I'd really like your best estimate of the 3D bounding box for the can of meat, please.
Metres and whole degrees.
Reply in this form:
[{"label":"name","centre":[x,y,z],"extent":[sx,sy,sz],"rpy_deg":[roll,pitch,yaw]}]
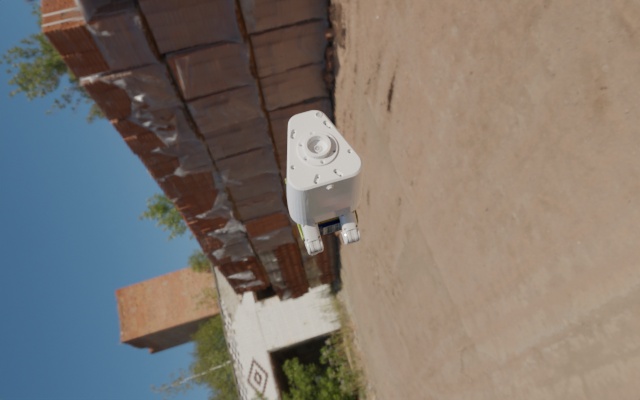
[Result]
[{"label":"can of meat","centre":[0.000,0.002,0.712],"extent":[0.084,0.102,0.057],"rpy_deg":[-16,-20,-7]}]
